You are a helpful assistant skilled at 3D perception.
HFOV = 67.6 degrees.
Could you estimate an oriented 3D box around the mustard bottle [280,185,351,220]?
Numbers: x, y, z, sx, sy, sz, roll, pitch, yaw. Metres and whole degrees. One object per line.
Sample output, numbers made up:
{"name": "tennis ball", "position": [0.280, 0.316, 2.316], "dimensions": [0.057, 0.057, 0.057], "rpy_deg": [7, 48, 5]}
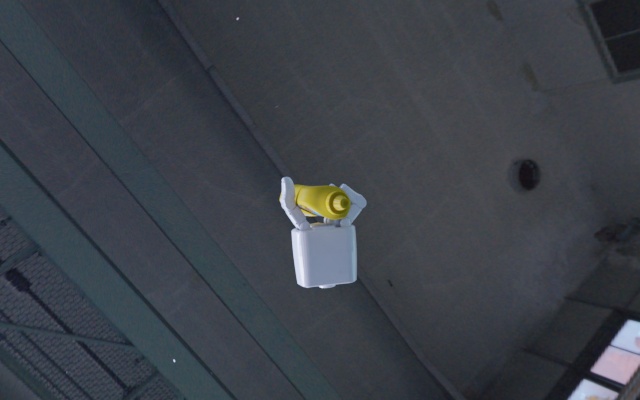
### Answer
{"name": "mustard bottle", "position": [0.000, 0.003, 0.878], "dimensions": [0.096, 0.058, 0.191], "rpy_deg": [21, -7, -24]}
